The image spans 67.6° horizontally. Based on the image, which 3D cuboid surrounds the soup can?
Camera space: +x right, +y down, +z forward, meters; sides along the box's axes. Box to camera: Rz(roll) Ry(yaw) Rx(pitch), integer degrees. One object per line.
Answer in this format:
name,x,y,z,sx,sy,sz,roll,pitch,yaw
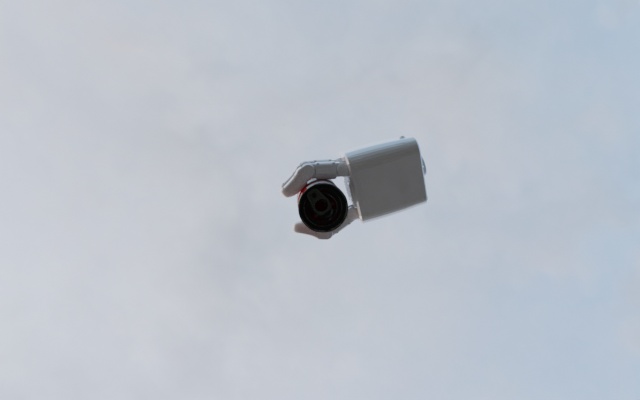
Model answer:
soup can,0.000,0.002,0.690,0.068,0.068,0.102,0,9,-4
